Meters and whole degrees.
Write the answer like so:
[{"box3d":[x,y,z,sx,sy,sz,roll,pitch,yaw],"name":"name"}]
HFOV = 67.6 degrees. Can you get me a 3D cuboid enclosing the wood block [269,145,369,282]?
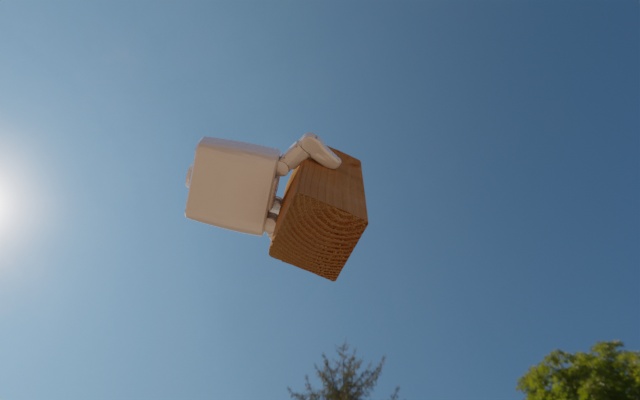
[{"box3d":[0.000,0.002,0.632,0.090,0.091,0.206,23,23,-8],"name":"wood block"}]
